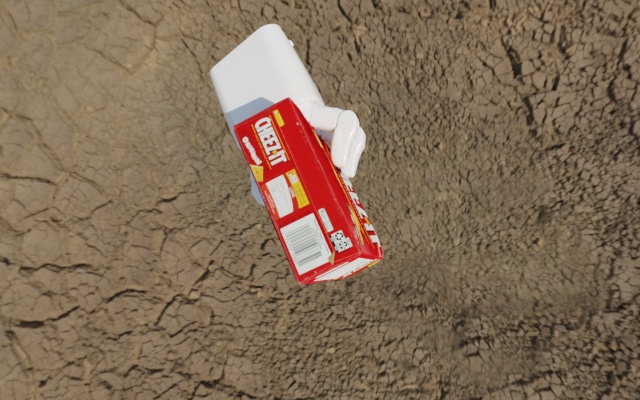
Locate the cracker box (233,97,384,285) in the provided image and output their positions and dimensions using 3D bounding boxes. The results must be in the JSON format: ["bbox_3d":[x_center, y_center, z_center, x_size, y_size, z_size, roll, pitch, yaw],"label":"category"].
[{"bbox_3d":[0.000,0.002,0.528,0.072,0.164,0.214,-26,-13,9],"label":"cracker box"}]
